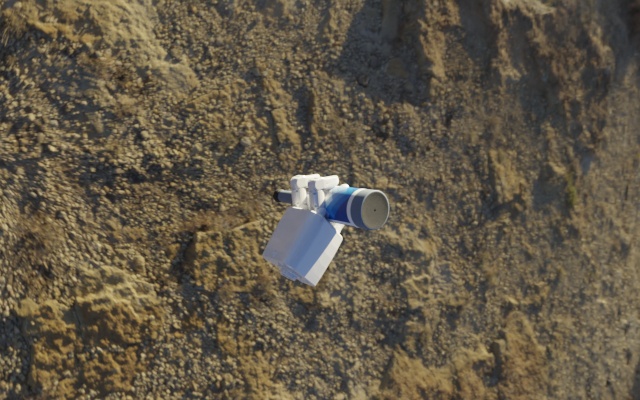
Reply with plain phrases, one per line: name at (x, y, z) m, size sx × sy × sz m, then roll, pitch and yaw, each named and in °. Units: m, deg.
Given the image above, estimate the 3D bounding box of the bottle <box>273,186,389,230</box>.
bottle at (0.000, 0.003, 0.899) m, size 0.069 × 0.069 × 0.295 m, roll 0°, pitch 5°, yaw -38°
